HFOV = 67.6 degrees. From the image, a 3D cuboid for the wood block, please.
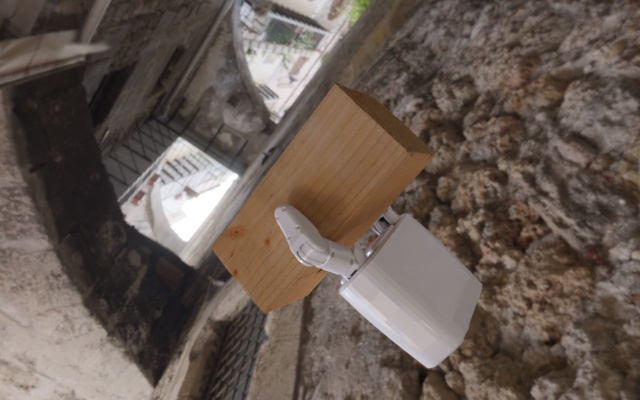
[{"bbox_3d":[0.000,0.002,0.464,0.090,0.206,0.091,47,22,18],"label":"wood block"}]
